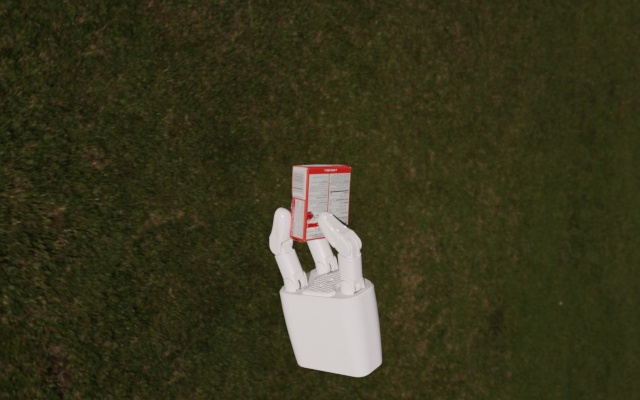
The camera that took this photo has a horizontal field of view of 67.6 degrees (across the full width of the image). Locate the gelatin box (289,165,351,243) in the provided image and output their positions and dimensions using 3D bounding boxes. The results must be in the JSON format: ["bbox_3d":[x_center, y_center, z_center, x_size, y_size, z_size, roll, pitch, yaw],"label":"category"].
[{"bbox_3d":[0.000,0.002,0.575,0.073,0.089,0.030,-5,12,-43],"label":"gelatin box"}]
